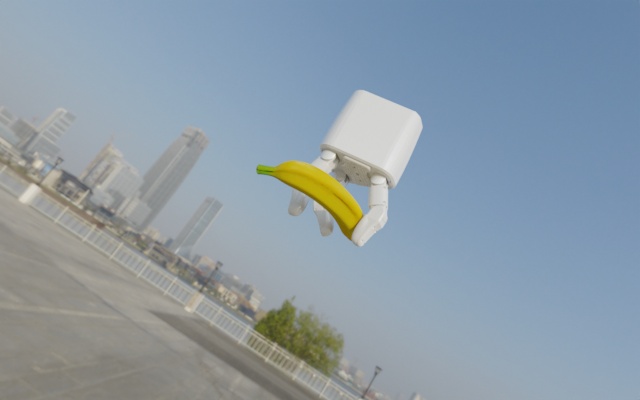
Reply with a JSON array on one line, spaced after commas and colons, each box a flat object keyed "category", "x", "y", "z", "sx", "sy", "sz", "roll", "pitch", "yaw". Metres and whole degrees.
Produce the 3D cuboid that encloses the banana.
[{"category": "banana", "x": 0.010, "y": 0.001, "z": 0.615, "sx": 0.069, "sy": 0.037, "sz": 0.198, "roll": 1, "pitch": -30, "yaw": 48}]
